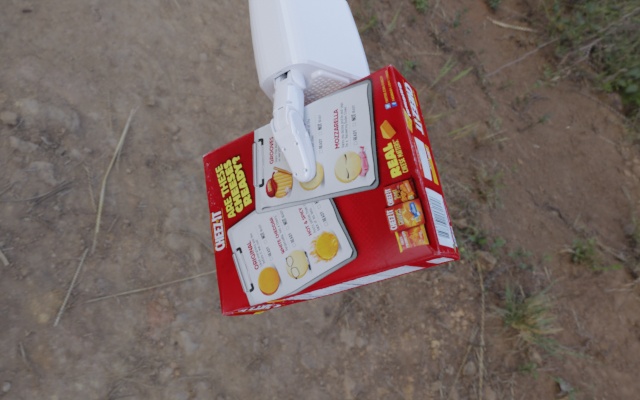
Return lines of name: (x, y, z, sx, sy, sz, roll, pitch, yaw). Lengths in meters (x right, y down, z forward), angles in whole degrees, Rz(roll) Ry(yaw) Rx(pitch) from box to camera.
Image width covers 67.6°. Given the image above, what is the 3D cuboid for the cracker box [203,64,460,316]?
cracker box: (0.000, 0.001, 0.436, 0.214, 0.164, 0.072, -21, -21, 28)
